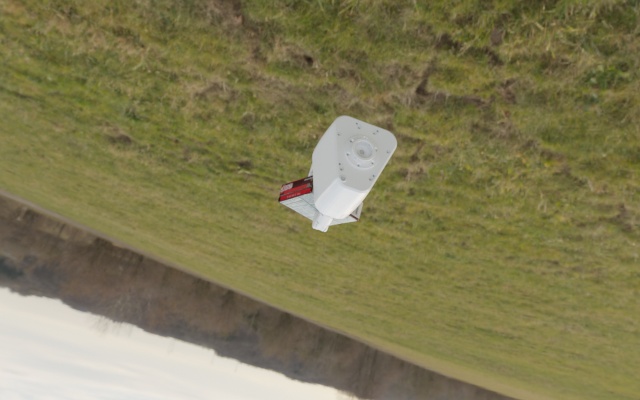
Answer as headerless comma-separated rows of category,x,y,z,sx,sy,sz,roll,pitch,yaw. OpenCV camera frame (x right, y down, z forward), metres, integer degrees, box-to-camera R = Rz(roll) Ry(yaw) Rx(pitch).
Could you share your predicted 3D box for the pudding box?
pudding box,0.000,0.003,0.795,0.113,0.039,0.090,33,-29,-34
